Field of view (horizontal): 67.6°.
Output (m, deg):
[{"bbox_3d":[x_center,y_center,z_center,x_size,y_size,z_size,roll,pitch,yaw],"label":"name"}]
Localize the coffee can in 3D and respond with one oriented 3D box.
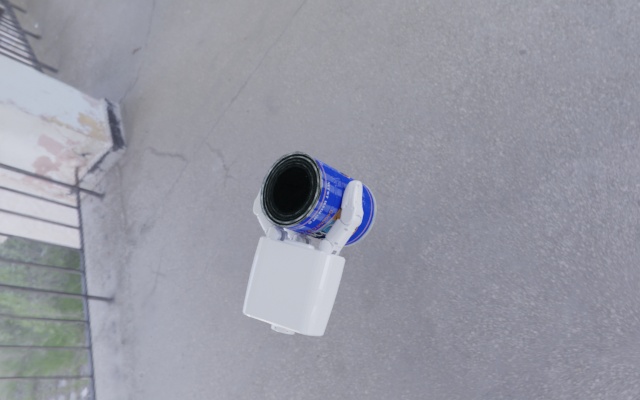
[{"bbox_3d":[0.000,0.002,0.669,0.103,0.102,0.140,0,-15,37],"label":"coffee can"}]
